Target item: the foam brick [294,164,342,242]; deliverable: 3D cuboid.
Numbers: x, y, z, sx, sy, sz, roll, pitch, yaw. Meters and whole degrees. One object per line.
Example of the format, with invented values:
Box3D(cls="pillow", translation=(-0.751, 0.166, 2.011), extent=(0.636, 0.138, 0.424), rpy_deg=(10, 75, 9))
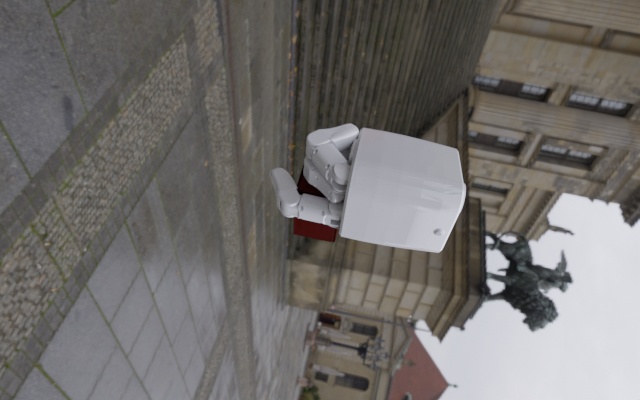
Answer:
Box3D(cls="foam brick", translation=(0.000, 0.002, 0.544), extent=(0.051, 0.053, 0.078), rpy_deg=(11, -40, 4))
